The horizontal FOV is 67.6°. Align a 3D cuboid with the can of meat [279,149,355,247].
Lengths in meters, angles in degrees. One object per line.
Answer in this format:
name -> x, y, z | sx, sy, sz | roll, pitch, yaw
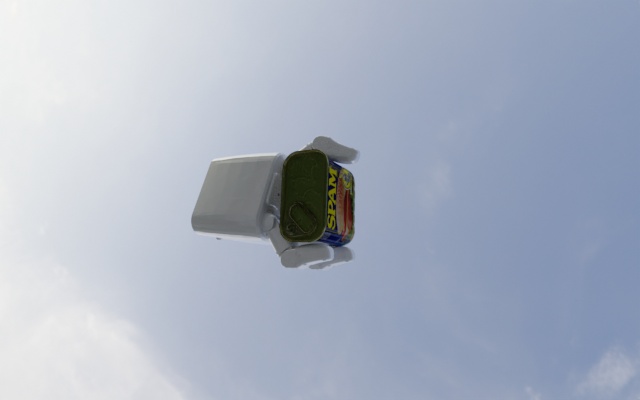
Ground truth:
can of meat -> 0.000, 0.002, 0.550 | 0.057, 0.102, 0.084 | -3, -12, 27
